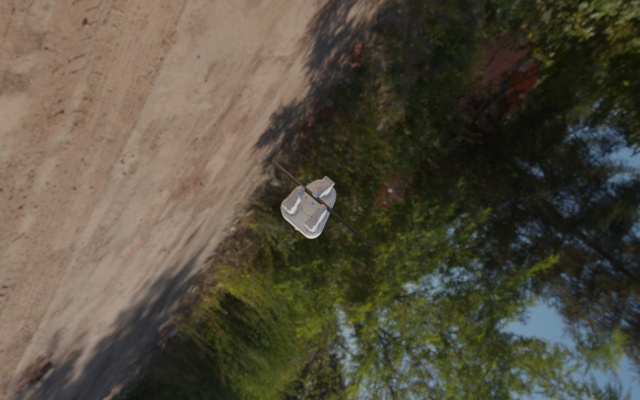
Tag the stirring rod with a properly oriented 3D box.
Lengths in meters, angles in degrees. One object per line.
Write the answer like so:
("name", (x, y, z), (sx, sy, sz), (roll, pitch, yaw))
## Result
("stirring rod", (0.000, 0.003, 0.895), (0.239, 0.011, 0.011), (40, 4, 5))
